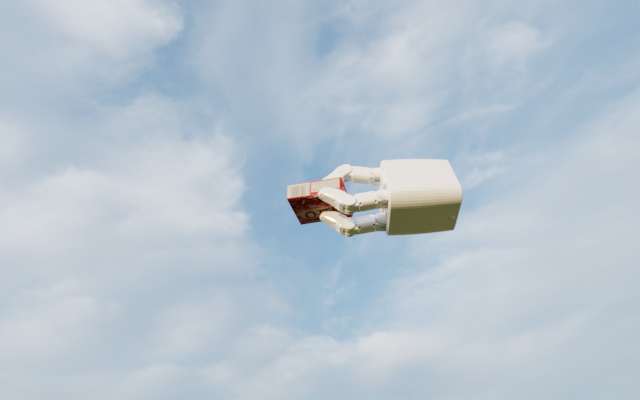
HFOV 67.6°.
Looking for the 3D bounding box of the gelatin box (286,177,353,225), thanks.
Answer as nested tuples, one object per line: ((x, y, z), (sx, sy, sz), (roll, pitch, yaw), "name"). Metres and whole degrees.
((0.000, 0.002, 0.745), (0.089, 0.030, 0.073), (-8, -38, 13), "gelatin box")
